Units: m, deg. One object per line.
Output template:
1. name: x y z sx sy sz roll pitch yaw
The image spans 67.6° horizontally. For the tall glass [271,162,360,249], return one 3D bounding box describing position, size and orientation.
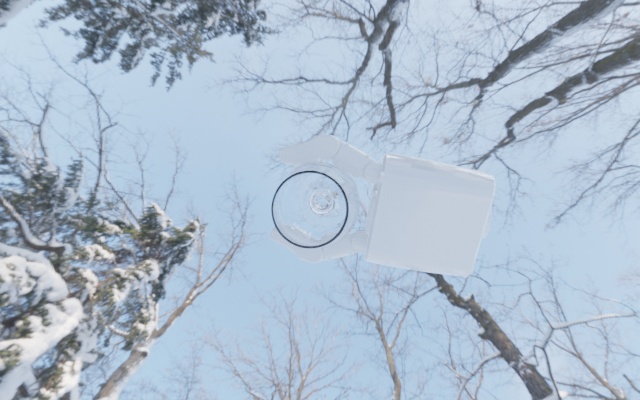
1. tall glass: 0.000 0.002 0.473 0.079 0.079 0.201 0 3 5
